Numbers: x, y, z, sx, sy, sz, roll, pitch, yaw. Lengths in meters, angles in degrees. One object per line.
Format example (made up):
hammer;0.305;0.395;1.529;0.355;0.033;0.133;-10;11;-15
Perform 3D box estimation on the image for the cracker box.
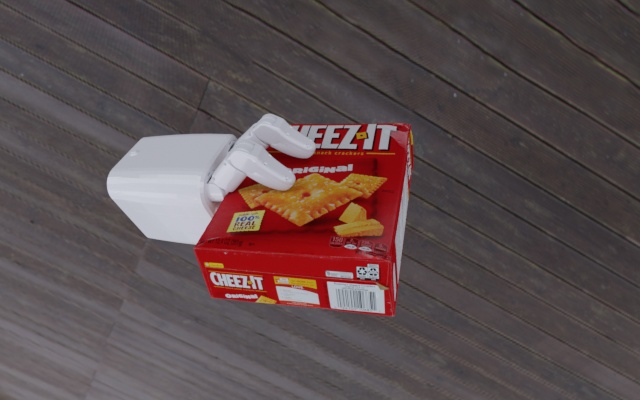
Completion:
cracker box;0.000;0.002;0.463;0.164;0.072;0.213;3;39;14
